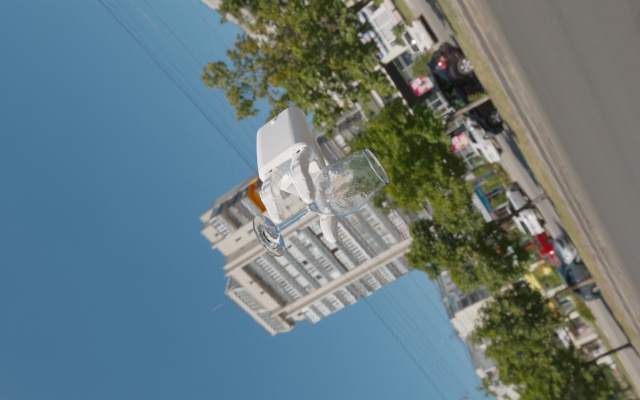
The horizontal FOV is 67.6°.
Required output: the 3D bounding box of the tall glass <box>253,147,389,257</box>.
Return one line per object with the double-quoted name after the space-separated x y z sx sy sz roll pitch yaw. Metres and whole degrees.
0.000 0.003 0.698 0.201 0.079 0.079 -33 -12 19 "tall glass"
